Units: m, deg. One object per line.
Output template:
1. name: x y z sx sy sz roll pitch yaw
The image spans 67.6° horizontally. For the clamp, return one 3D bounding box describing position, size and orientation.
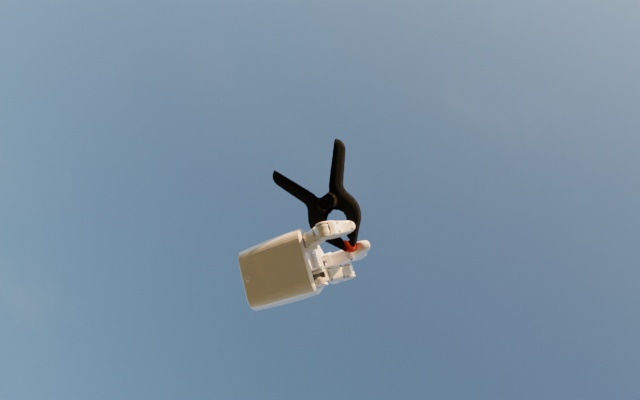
1. clamp: 0.000 0.003 0.717 0.120 0.171 0.039 -20 -15 13
